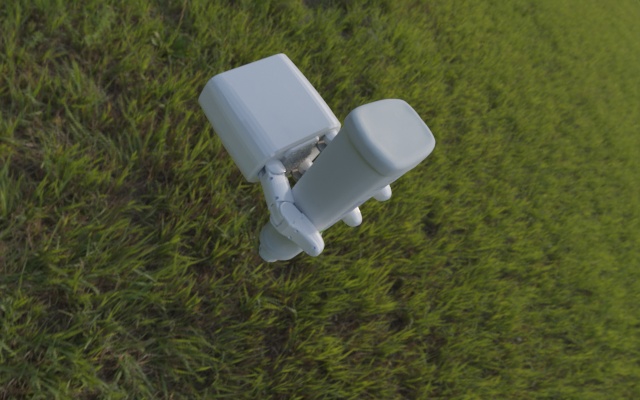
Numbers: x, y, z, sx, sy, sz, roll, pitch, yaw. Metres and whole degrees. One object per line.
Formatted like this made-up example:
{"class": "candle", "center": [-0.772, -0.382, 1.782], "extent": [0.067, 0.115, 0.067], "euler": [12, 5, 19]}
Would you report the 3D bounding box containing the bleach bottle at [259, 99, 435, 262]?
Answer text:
{"class": "bleach bottle", "center": [0.000, 0.002, 0.497], "extent": [0.102, 0.068, 0.251], "euler": [-27, -12, -48]}
